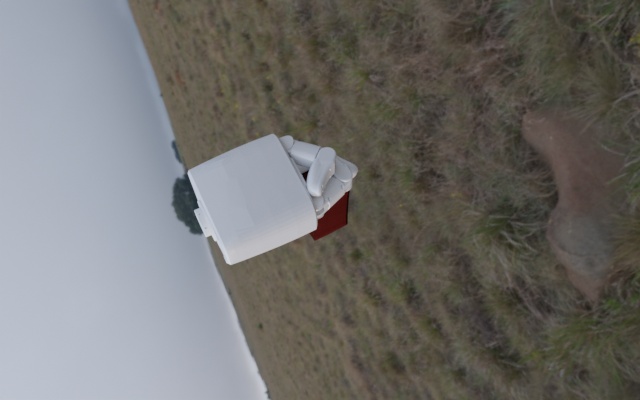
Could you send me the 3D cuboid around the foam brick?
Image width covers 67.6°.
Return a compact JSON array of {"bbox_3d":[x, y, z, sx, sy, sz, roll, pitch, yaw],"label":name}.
[{"bbox_3d":[0.000,0.002,0.593,0.051,0.053,0.078,-28,-32,-18],"label":"foam brick"}]
